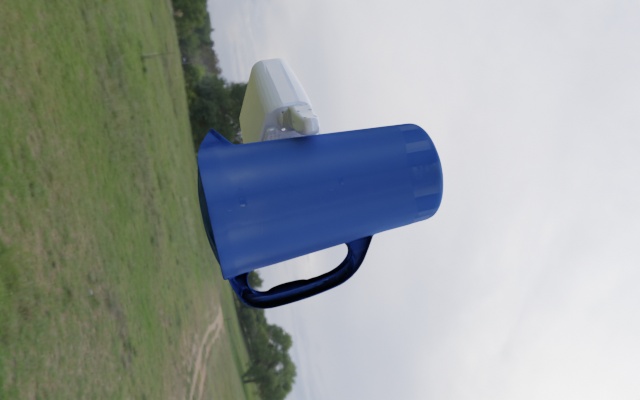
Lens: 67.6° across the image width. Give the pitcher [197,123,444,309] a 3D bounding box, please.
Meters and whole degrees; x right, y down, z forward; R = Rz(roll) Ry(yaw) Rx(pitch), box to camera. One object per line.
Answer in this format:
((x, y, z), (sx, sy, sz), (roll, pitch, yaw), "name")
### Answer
((0.000, 0.001, 0.501), (0.243, 0.149, 0.145), (-12, 46, -12), "pitcher")
